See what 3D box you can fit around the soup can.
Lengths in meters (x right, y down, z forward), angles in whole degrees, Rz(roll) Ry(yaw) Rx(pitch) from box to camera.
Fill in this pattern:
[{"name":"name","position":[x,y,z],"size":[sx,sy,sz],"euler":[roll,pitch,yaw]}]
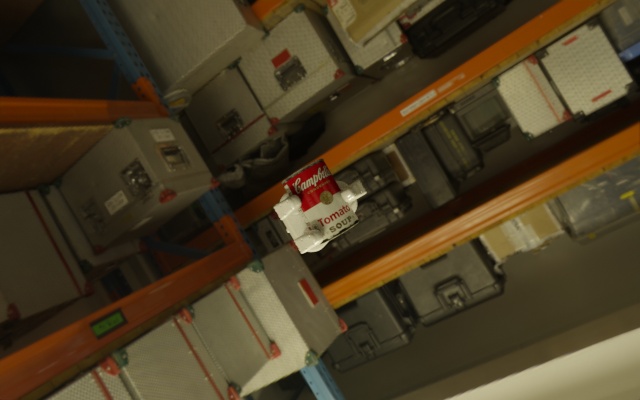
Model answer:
[{"name":"soup can","position":[0.000,0.002,0.665],"size":[0.068,0.102,0.068],"euler":[-30,-1,-1]}]
